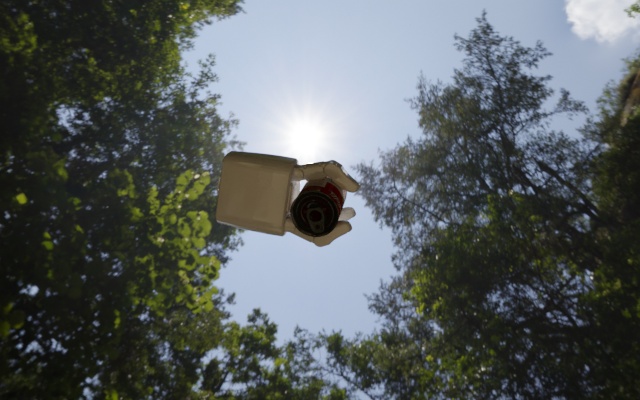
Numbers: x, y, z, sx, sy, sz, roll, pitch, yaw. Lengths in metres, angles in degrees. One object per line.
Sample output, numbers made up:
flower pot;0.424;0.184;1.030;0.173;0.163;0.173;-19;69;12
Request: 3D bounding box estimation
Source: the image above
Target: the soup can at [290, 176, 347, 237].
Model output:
soup can;0.001;0.002;0.698;0.068;0.068;0.102;0;20;11
